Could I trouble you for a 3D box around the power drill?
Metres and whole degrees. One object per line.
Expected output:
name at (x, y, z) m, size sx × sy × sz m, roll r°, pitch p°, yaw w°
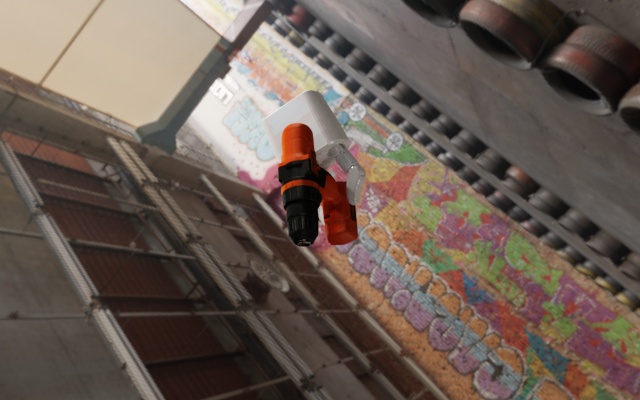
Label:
power drill at (0.000, 0.002, 0.705) m, size 0.057 × 0.184 × 0.188 m, roll -13°, pitch -28°, yaw 18°
